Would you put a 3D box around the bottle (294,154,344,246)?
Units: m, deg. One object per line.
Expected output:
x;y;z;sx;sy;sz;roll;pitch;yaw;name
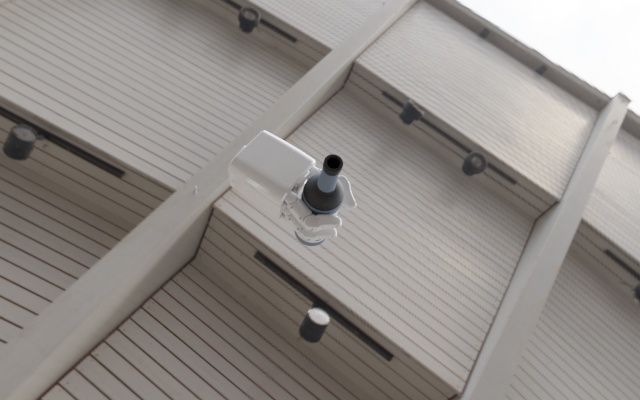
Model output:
0.000;0.003;0.791;0.069;0.069;0.296;0;-22;-8;bottle
